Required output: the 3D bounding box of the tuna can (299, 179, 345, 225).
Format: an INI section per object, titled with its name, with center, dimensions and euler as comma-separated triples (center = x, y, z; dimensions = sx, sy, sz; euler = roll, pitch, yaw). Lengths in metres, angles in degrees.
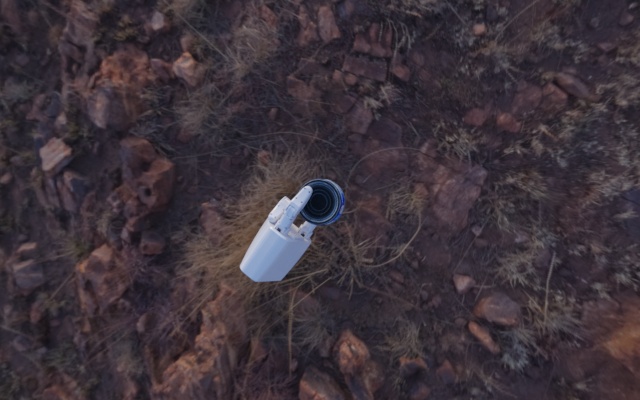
[tuna can]
center = 0.000, 0.003, 0.872
dimensions = 0.086, 0.086, 0.034
euler = 0, 0, 15
